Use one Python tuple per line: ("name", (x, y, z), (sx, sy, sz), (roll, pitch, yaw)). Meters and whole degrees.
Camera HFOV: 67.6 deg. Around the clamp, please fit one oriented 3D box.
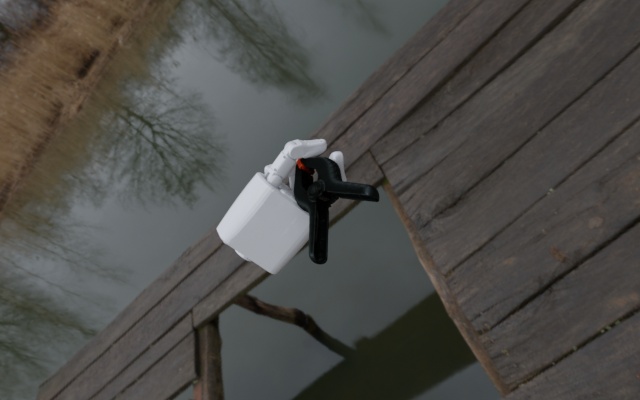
("clamp", (0.000, 0.002, 0.633), (0.039, 0.120, 0.171), (35, 7, -35))
